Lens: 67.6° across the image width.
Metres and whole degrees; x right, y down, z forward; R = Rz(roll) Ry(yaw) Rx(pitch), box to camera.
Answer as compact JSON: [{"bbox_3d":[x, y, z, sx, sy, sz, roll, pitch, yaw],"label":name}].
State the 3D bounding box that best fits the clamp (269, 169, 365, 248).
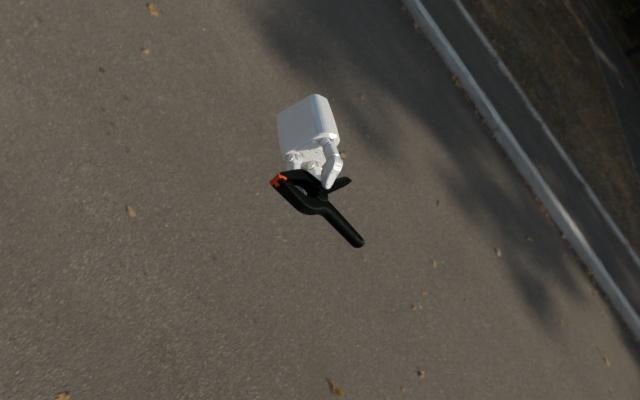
[{"bbox_3d":[0.000,0.002,0.884,0.210,0.164,0.036,16,-43,-41],"label":"clamp"}]
